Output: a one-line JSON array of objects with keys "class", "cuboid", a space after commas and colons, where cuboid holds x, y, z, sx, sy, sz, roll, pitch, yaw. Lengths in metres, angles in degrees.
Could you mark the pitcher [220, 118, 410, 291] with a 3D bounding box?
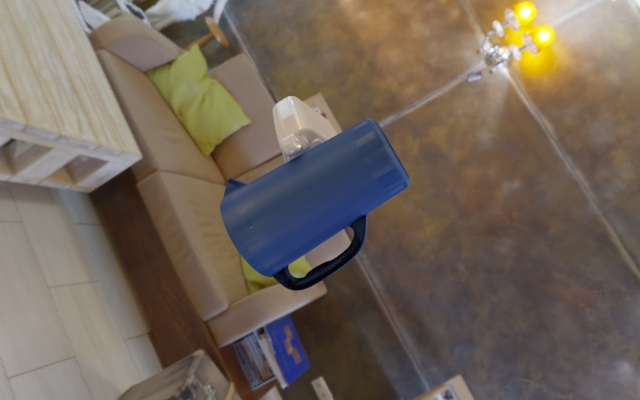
[{"class": "pitcher", "cuboid": [0.000, 0.002, 0.659, 0.243, 0.145, 0.149, -31, -49, 10]}]
